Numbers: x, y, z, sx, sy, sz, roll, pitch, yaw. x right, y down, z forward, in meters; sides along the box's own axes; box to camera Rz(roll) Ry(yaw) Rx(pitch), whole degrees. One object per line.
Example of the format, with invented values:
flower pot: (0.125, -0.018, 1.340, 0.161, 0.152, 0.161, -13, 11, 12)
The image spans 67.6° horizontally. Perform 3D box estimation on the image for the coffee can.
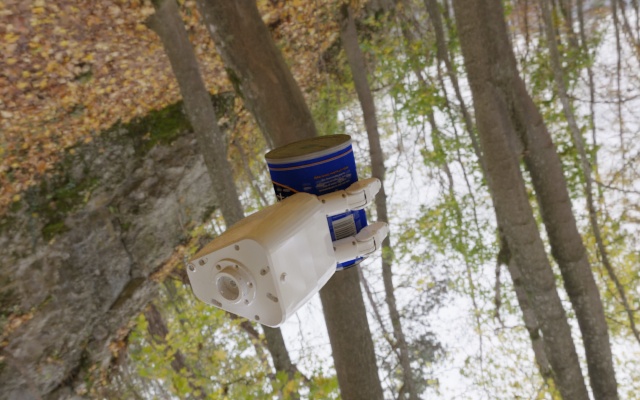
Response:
coffee can: (0.000, 0.002, 0.568, 0.103, 0.140, 0.102, -12, 16, 3)
